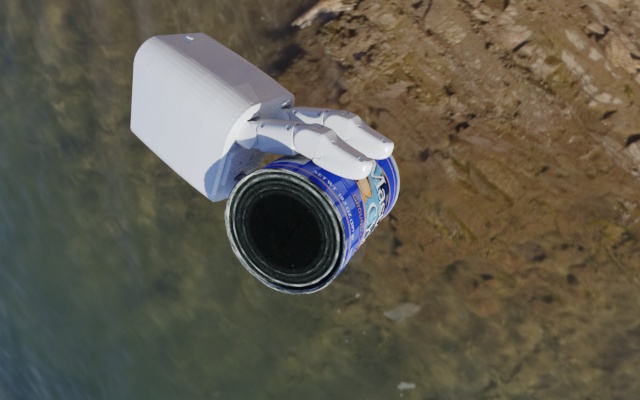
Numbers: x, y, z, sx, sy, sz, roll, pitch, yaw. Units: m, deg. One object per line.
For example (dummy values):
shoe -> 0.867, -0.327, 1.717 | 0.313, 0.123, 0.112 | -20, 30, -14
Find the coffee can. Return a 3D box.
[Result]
coffee can -> 0.000, 0.001, 0.413 | 0.103, 0.103, 0.140 | 0, 20, 26
